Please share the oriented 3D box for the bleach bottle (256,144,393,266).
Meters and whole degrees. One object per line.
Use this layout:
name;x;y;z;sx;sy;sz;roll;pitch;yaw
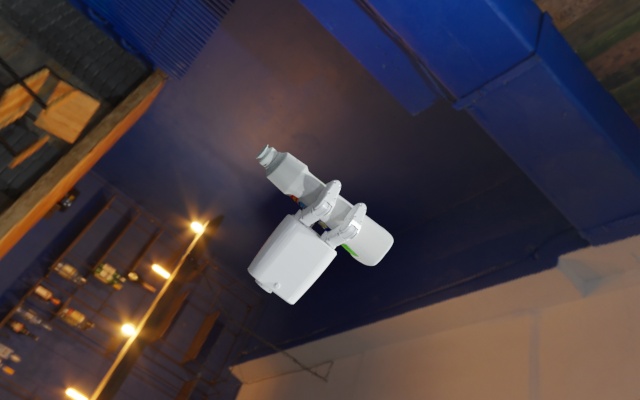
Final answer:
bleach bottle;0.000;0.003;0.763;0.251;0.068;0.102;40;-5;-17
